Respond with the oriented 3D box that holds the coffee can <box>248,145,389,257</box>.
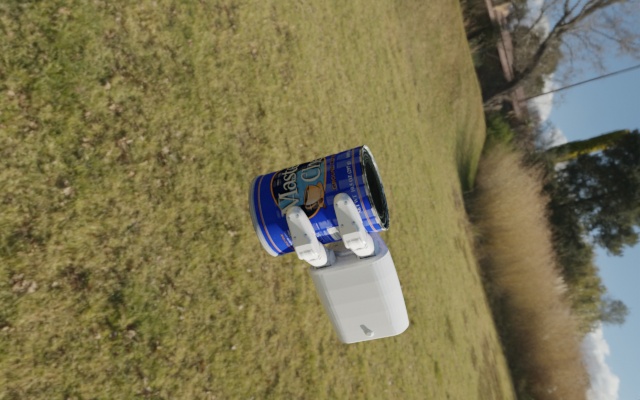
[{"bbox_3d":[0.000,0.002,0.569,0.140,0.103,0.103,-15,-4,16],"label":"coffee can"}]
